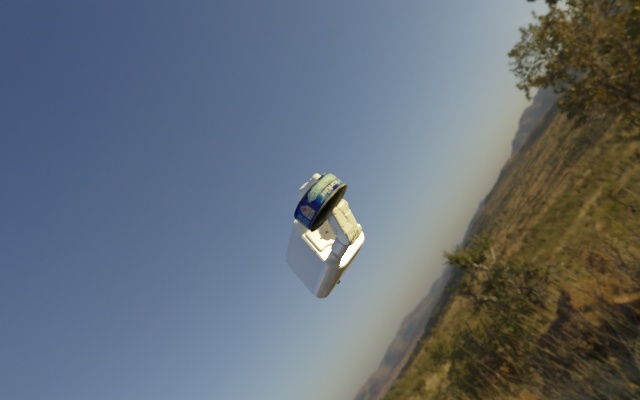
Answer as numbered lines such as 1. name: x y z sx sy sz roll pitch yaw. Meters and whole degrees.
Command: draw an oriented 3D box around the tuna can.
1. tuna can: 0.000 0.002 0.692 0.033 0.086 0.086 37 9 12
